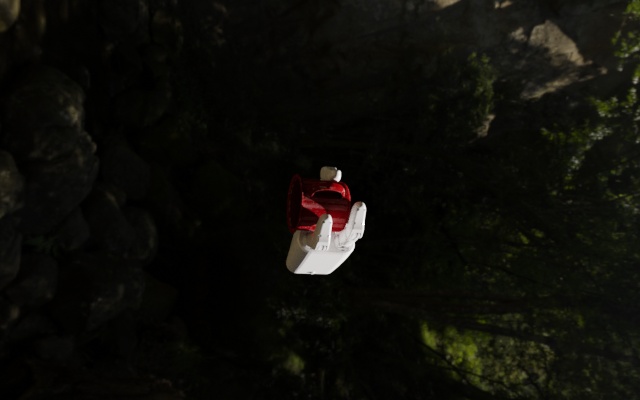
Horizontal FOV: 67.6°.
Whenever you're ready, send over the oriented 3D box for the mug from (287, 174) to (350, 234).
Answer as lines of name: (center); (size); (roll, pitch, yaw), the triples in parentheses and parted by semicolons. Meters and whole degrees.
mug: (0.001, 0.002, 0.745); (0.081, 0.093, 0.117); (4, -30, -17)
